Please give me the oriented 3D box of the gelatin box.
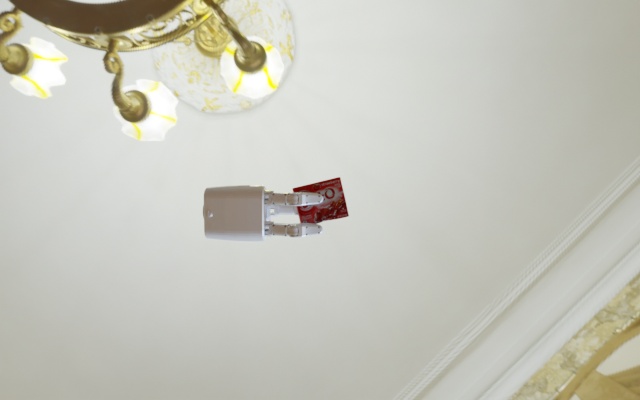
[{"bbox_3d":[0.000,0.003,0.858,0.089,0.073,0.030,-13,2,-2],"label":"gelatin box"}]
